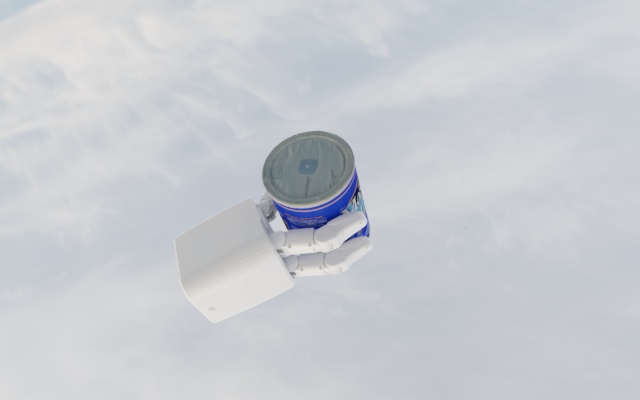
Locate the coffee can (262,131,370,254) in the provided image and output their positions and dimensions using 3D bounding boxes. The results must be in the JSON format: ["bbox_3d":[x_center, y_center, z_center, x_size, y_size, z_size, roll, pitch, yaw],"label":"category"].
[{"bbox_3d":[0.000,0.002,0.568,0.103,0.102,0.140,0,-34,15],"label":"coffee can"}]
